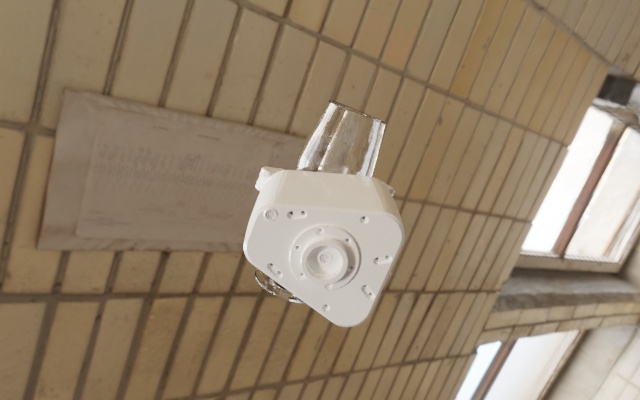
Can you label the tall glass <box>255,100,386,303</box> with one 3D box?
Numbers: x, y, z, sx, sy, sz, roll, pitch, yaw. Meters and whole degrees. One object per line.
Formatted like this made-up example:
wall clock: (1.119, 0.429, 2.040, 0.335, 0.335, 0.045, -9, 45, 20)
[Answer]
tall glass: (0.000, 0.002, 0.496, 0.079, 0.201, 0.079, 21, 13, -5)
